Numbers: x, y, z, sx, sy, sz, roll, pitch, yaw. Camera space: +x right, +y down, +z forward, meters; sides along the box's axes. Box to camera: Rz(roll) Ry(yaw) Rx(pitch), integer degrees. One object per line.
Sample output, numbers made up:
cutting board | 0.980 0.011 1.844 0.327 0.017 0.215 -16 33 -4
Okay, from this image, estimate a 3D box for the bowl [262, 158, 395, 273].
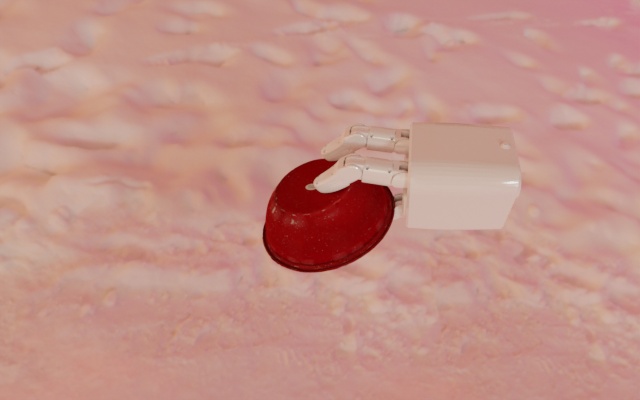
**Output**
bowl | -0.001 0.002 0.543 0.162 0.055 0.162 -13 41 12
